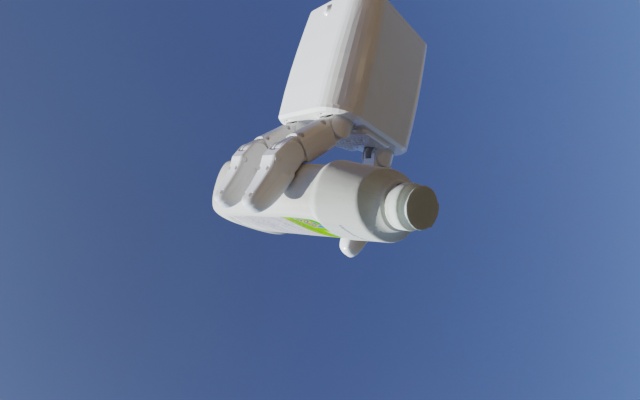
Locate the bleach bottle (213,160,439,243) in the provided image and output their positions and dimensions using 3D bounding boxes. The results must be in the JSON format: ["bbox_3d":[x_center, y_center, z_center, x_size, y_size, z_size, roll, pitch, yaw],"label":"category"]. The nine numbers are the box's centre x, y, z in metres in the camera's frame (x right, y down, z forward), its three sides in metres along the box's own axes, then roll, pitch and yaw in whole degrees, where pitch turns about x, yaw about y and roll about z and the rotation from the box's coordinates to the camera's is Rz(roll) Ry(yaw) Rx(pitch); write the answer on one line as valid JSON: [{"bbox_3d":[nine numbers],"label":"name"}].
[{"bbox_3d":[0.000,0.001,0.403,0.102,0.068,0.251,18,-8,-33],"label":"bleach bottle"}]
